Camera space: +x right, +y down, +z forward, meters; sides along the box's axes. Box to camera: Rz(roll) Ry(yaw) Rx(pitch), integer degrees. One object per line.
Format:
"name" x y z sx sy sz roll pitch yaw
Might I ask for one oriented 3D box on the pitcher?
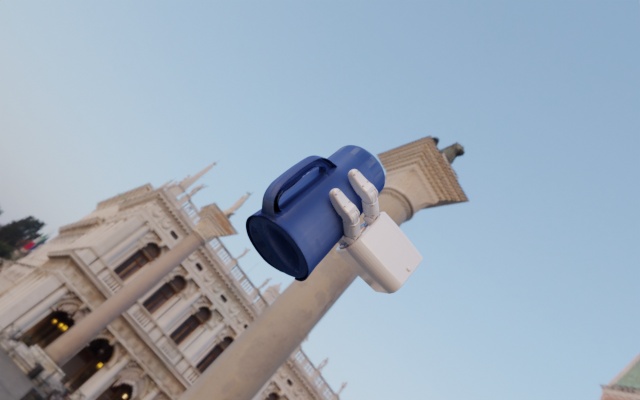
"pitcher" 0.000 0.003 0.798 0.242 0.145 0.149 -43 1 -32
